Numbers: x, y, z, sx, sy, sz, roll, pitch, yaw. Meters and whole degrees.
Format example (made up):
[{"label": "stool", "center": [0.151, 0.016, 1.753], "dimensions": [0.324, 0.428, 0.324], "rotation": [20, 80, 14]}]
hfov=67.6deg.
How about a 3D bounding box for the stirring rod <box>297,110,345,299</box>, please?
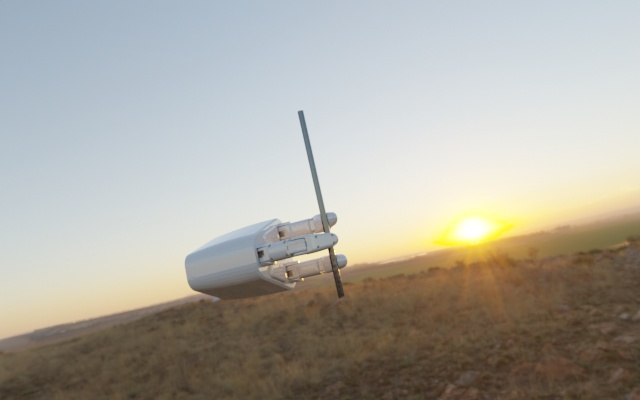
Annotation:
[{"label": "stirring rod", "center": [0.000, 0.002, 0.595], "dimensions": [0.011, 0.239, 0.011], "rotation": [-12, -8, -2]}]
